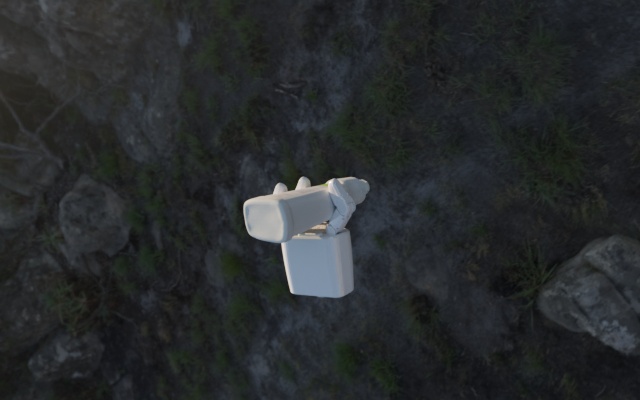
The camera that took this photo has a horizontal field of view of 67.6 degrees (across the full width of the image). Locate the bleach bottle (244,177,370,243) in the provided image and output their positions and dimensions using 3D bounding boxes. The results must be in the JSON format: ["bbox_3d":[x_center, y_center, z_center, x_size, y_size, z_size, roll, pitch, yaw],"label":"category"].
[{"bbox_3d":[0.000,0.003,0.792,0.102,0.068,0.251,3,15,44],"label":"bleach bottle"}]
